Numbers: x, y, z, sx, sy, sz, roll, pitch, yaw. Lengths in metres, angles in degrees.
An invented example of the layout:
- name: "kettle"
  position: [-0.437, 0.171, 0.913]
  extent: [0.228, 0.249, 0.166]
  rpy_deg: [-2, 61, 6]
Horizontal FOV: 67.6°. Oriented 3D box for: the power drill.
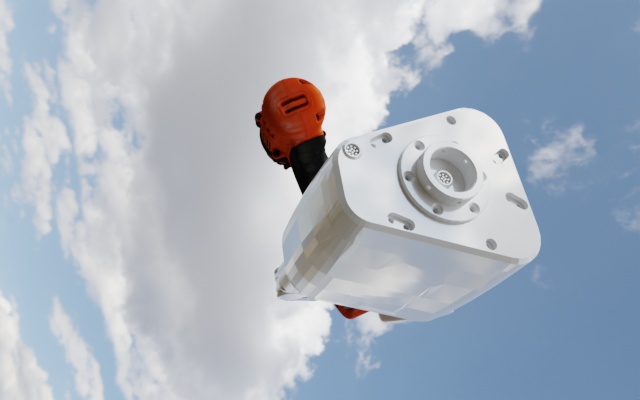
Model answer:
- name: "power drill"
  position: [0.000, 0.002, 0.417]
  extent: [0.057, 0.187, 0.184]
  rpy_deg: [-26, -1, -5]
